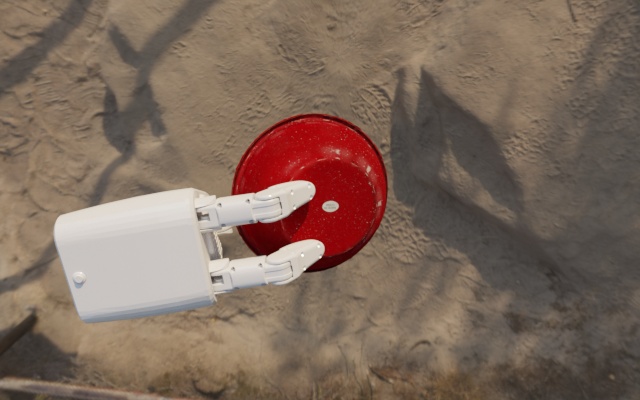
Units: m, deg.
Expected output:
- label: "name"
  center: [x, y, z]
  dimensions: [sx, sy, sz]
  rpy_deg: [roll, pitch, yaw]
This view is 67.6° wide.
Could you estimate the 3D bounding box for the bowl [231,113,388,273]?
- label: "bowl"
  center: [0.001, 0.001, 0.449]
  dimensions: [0.162, 0.162, 0.055]
  rpy_deg: [0, 13, -18]
